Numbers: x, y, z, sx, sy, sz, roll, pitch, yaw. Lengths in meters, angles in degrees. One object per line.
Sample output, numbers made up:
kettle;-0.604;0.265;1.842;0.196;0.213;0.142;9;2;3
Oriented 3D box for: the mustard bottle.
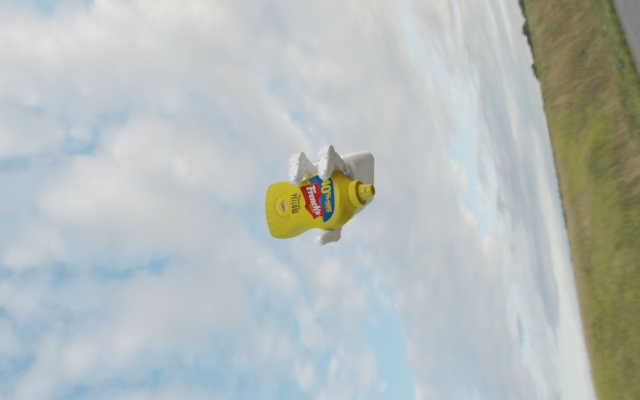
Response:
mustard bottle;0.000;0.003;0.780;0.191;0.096;0.058;-13;-17;29
